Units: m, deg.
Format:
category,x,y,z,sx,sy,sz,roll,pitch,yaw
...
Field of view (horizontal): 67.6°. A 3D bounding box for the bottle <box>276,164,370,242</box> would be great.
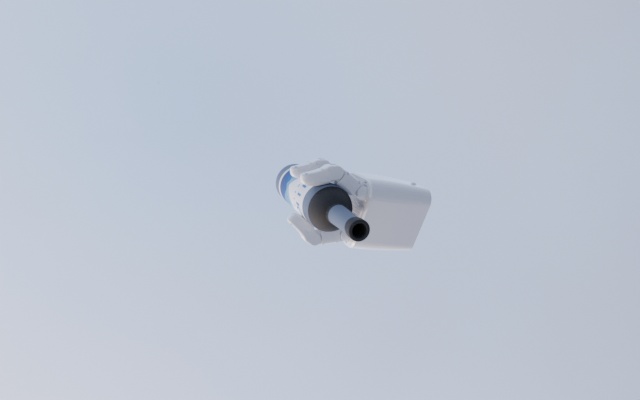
category,x,y,z,sx,sy,sz,roll,pitch,yaw
bottle,0.000,0.002,0.697,0.069,0.069,0.295,0,13,-19
